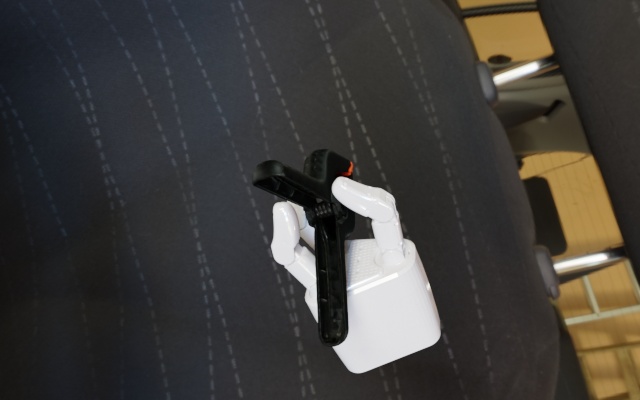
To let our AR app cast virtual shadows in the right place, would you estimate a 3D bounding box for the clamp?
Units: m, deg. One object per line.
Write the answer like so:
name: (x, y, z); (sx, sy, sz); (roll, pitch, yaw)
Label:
clamp: (0.001, 0.001, 0.440); (0.036, 0.165, 0.209); (-13, 29, 18)
